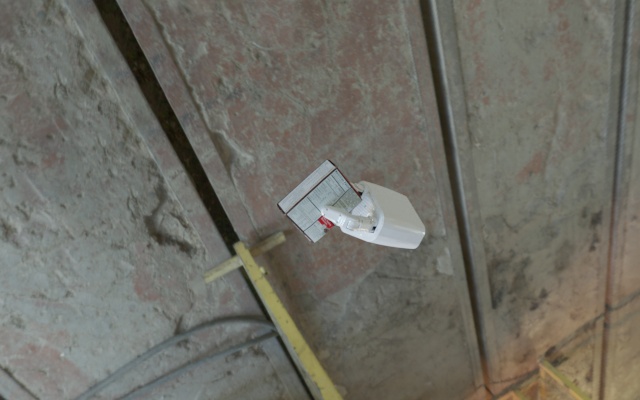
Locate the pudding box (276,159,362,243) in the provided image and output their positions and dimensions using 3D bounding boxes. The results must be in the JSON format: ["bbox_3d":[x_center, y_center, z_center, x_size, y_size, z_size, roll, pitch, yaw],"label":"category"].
[{"bbox_3d":[0.000,0.003,0.768,0.090,0.113,0.039,49,-3,-38],"label":"pudding box"}]
